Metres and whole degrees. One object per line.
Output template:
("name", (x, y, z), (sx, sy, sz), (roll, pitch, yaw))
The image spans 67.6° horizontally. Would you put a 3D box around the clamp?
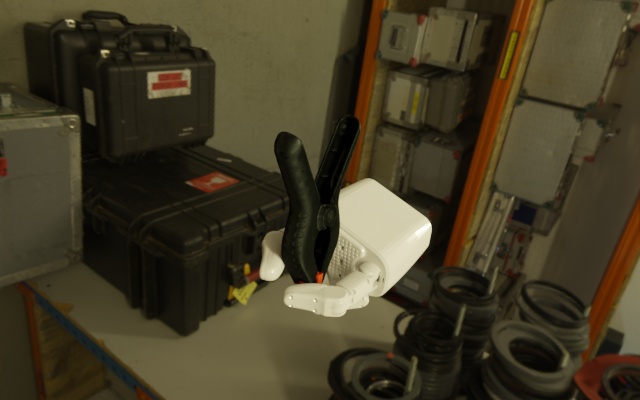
("clamp", (0.000, 0.002, 0.449), (0.039, 0.172, 0.120), (23, 36, 31))
